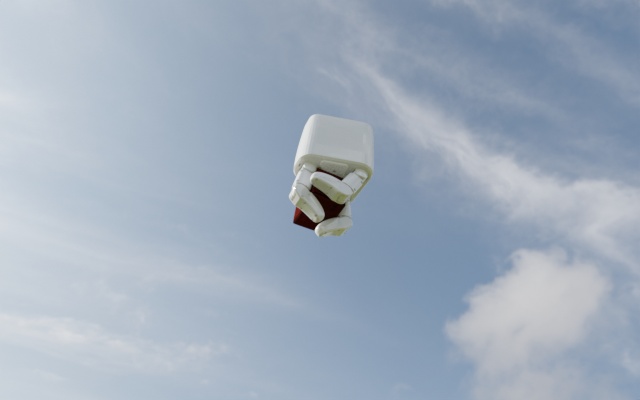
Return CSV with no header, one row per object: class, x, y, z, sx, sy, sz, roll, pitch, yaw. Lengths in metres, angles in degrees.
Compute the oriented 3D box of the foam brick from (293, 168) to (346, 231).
foam brick,0.000,0.003,0.710,0.053,0.051,0.078,21,-44,-15
